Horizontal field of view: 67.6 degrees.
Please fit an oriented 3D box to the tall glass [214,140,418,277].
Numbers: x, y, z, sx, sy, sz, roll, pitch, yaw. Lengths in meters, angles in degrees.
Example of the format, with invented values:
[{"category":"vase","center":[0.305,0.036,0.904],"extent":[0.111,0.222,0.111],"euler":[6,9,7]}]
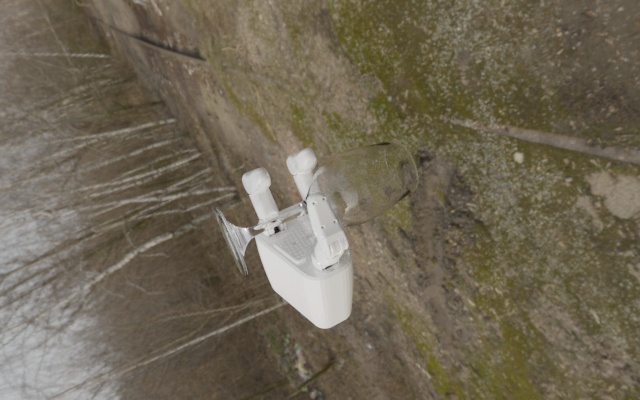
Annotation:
[{"category":"tall glass","center":[-0.001,0.002,0.487],"extent":[0.201,0.079,0.079],"euler":[-24,7,-17]}]
